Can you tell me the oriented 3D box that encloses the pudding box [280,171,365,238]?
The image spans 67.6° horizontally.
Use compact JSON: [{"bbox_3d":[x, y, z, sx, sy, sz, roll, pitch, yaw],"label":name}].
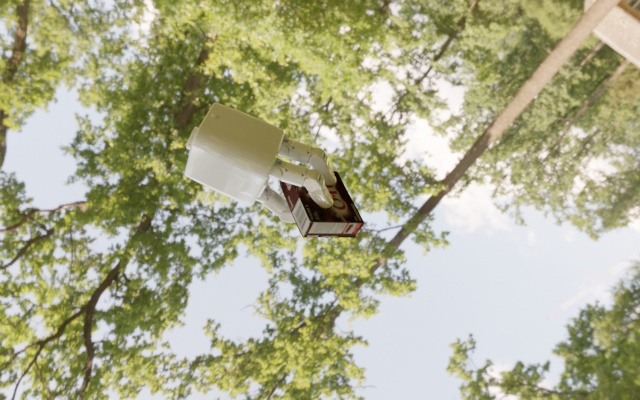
[{"bbox_3d":[0.000,0.002,0.692,0.090,0.113,0.039,2,-44,-30],"label":"pudding box"}]
